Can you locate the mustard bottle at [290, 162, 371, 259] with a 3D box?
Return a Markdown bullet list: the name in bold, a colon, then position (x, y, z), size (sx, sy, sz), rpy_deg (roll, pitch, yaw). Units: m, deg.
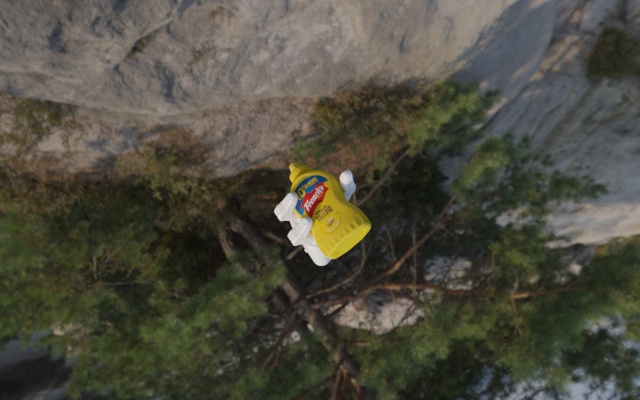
- **mustard bottle**: position (0.000, 0.003, 0.849), size (0.096, 0.191, 0.058), rpy_deg (-43, -28, 14)
